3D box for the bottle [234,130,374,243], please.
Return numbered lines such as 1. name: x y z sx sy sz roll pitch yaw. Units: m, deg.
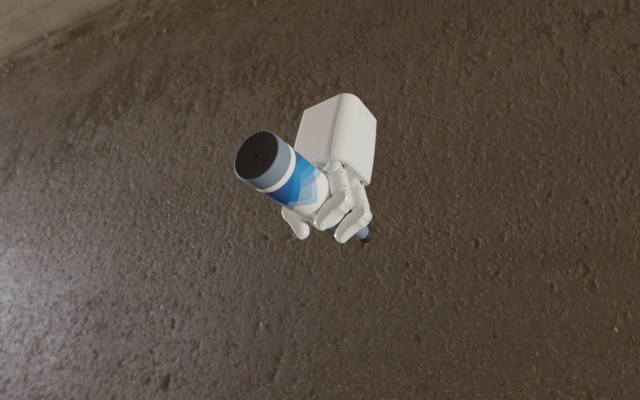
1. bottle: 0.000 0.002 0.668 0.069 0.069 0.296 0 -22 33
